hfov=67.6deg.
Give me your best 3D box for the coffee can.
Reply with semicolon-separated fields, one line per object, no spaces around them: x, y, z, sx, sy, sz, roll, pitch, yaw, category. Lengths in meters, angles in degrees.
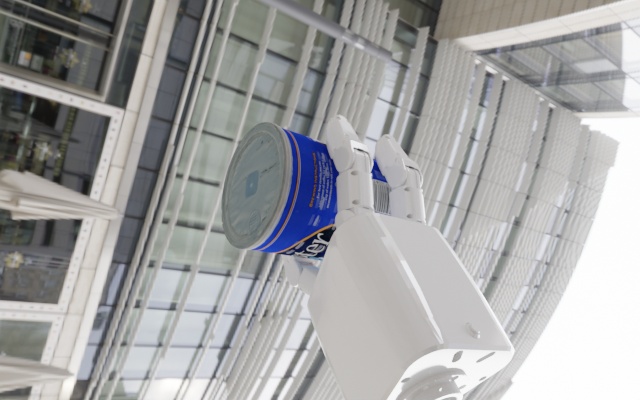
0.000;0.001;0.415;0.140;0.103;0.103;14;-8;-34;coffee can
